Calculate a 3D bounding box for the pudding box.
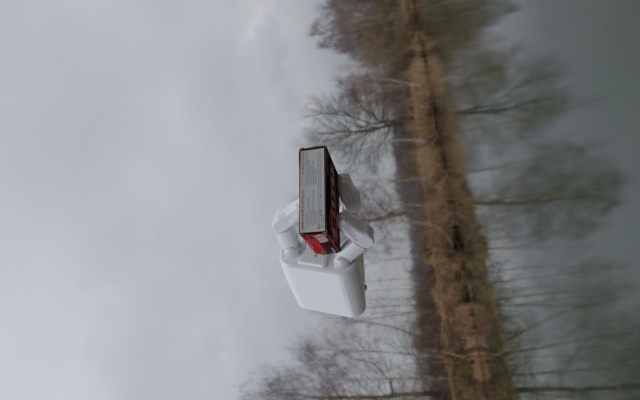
[{"bbox_3d":[0.000,0.002,0.592,0.039,0.113,0.090,-6,-21,9],"label":"pudding box"}]
